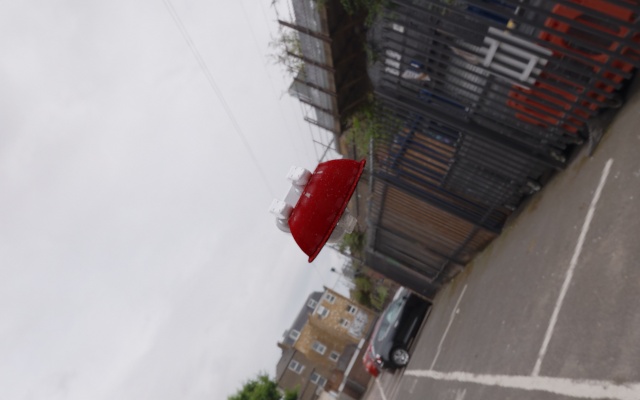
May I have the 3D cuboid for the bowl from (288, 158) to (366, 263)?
[{"bbox_3d":[0.000,0.001,0.651,0.055,0.162,0.162,28,-2,-3],"label":"bowl"}]
